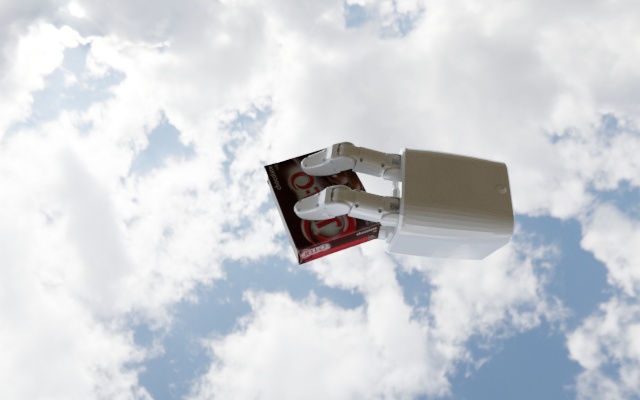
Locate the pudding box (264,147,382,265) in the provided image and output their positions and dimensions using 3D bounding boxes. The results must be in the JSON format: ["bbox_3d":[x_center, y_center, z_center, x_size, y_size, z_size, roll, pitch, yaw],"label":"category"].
[{"bbox_3d":[0.000,0.002,0.501,0.090,0.113,0.039,-17,-34,-13],"label":"pudding box"}]
